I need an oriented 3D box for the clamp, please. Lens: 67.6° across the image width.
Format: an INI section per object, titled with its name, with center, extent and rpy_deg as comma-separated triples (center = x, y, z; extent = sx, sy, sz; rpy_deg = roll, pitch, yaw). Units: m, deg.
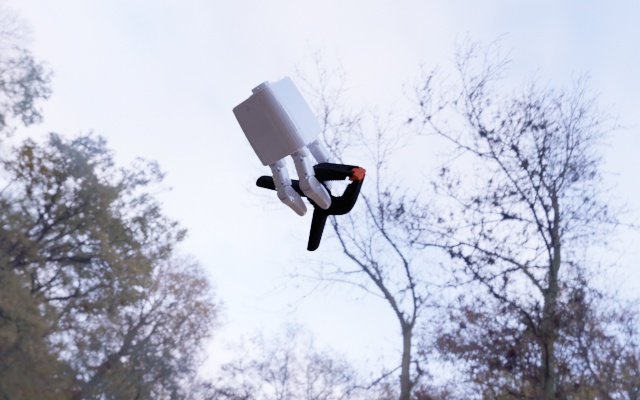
[clamp]
center = 0.001, 0.002, 0.790
extent = 0.210, 0.164, 0.036
rpy_deg = -20, 19, 42
